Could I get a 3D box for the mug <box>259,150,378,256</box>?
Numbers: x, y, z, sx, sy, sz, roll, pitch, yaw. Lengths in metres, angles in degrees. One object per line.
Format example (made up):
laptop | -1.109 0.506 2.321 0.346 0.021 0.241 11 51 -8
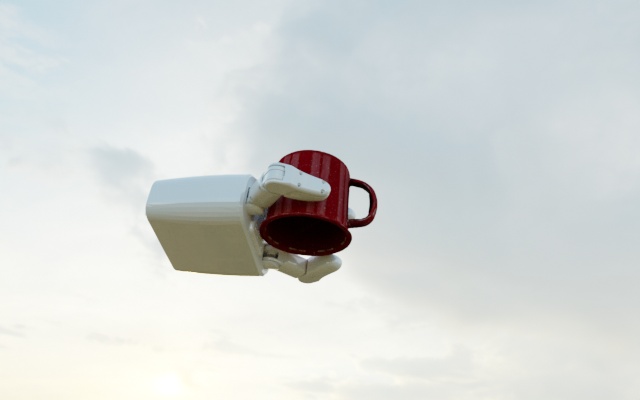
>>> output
mug | 0.002 0.001 0.492 0.117 0.081 0.093 -1 -31 11
